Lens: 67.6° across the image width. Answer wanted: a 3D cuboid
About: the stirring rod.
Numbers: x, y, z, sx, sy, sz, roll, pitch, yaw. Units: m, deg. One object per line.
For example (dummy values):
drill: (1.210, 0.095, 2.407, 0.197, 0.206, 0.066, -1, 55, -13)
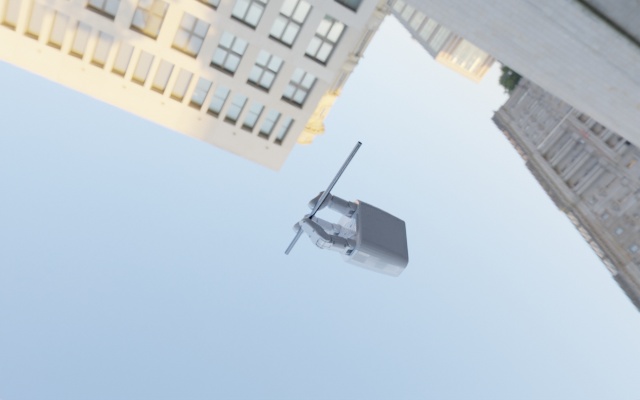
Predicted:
stirring rod: (0.000, 0.002, 0.766, 0.011, 0.240, 0.011, 25, 29, -15)
